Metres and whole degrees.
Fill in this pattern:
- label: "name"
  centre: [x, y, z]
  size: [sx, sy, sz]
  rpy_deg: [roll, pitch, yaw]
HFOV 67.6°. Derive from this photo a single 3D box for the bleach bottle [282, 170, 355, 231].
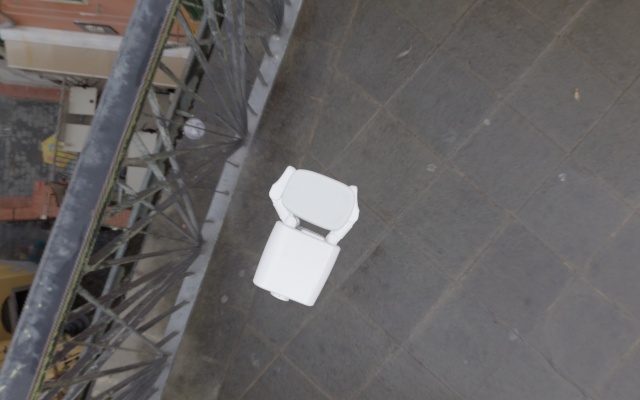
- label: "bleach bottle"
  centre: [0.000, 0.002, 0.772]
  size: [0.102, 0.068, 0.251]
  rpy_deg: [23, -1, 3]
